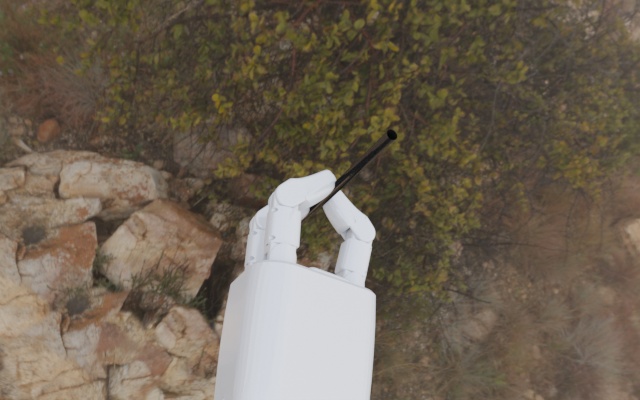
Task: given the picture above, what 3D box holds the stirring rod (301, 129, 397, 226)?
[{"bbox_3d":[0.000,0.001,0.419,0.011,0.011,0.240,0,-22,-25],"label":"stirring rod"}]
